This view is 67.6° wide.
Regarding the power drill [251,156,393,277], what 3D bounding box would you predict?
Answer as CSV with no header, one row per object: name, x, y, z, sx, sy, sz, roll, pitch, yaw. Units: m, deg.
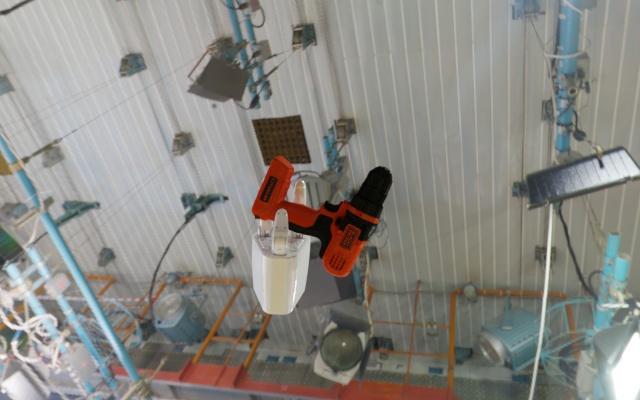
power drill,0.000,0.002,0.746,0.187,0.184,0.057,27,7,12
